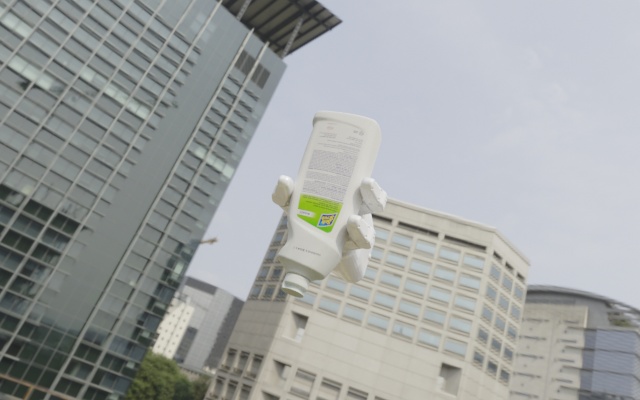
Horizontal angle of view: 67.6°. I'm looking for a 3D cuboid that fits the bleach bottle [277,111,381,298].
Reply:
[{"bbox_3d":[0.000,0.002,0.621,0.102,0.250,0.068,12,-26,20],"label":"bleach bottle"}]
